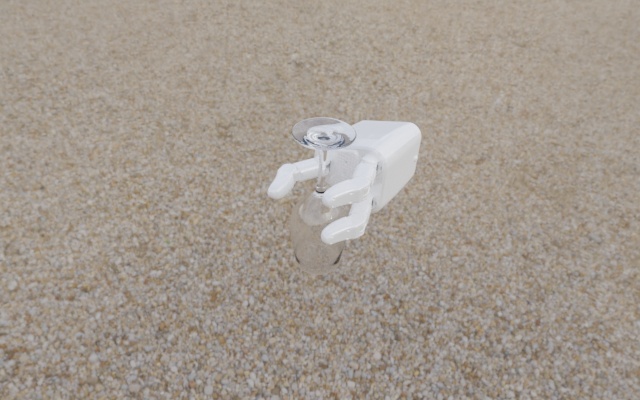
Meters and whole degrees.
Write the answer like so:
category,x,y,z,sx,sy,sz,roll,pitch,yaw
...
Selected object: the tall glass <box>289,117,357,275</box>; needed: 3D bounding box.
category,x,y,z,sx,sy,sz,roll,pitch,yaw
tall glass,0.000,0.001,0.602,0.079,0.201,0.079,2,37,-2
